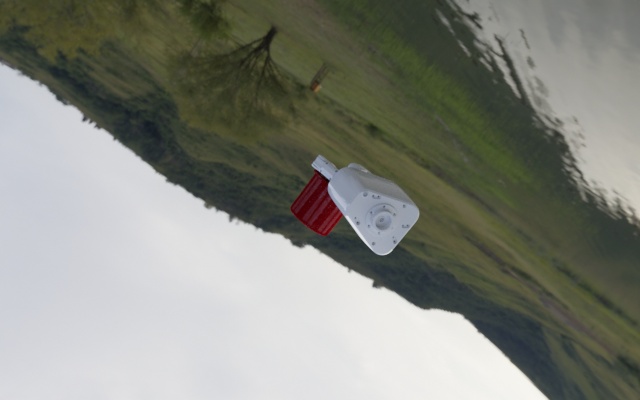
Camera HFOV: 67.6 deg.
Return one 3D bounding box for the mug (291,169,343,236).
[{"bbox_3d":[0.000,0.002,0.833,0.093,0.081,0.117,35,8,-20],"label":"mug"}]
